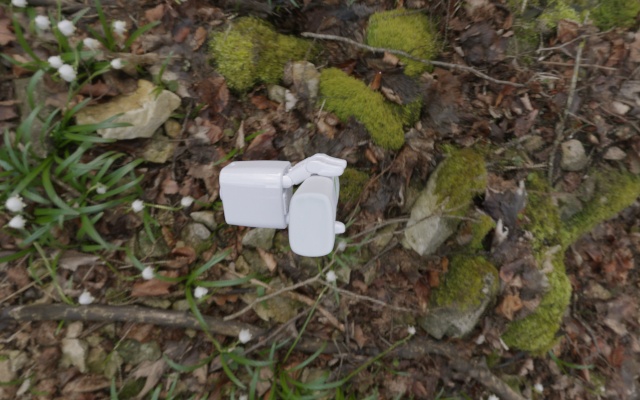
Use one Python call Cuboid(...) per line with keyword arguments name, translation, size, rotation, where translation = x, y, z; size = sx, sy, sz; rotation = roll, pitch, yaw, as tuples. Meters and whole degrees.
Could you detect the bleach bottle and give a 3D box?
Cuboid(name="bleach bottle", translation=(0.000, 0.003, 0.810), size=(0.068, 0.102, 0.250), rotation=(1, 15, 6))
